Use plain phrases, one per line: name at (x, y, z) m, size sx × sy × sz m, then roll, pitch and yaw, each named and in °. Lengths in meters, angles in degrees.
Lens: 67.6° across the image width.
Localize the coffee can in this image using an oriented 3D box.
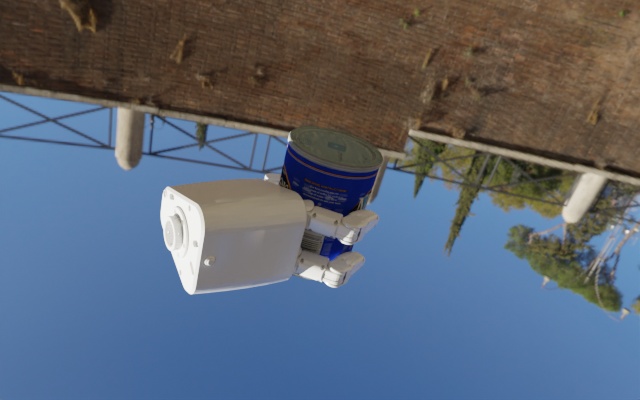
coffee can at (0.000, 0.002, 0.533) m, size 0.103 × 0.140 × 0.102 m, roll 13°, pitch 26°, yaw -6°
